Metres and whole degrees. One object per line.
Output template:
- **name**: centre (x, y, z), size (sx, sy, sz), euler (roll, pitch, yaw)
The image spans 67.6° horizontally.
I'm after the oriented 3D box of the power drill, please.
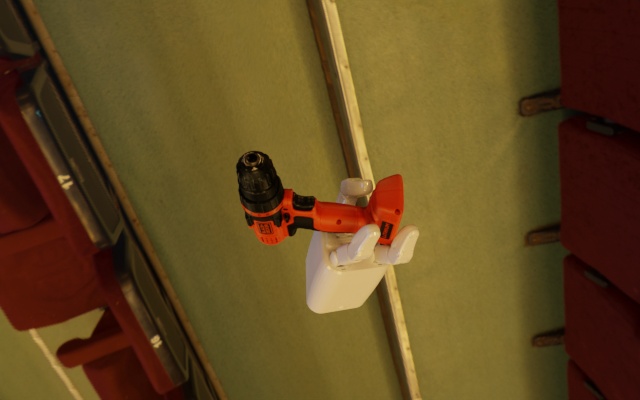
- **power drill**: centre (0.001, 0.002, 0.564), size (0.187, 0.057, 0.184), euler (3, -26, 3)
